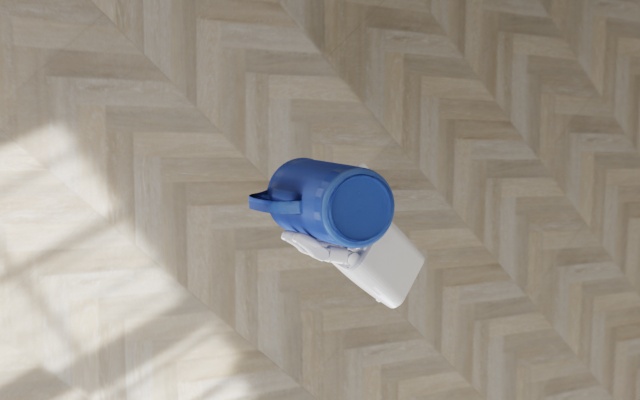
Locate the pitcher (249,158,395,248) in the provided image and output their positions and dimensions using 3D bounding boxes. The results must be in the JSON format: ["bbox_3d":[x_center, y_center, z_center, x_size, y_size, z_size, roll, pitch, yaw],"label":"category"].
[{"bbox_3d":[0.000,0.002,0.728,0.145,0.149,0.243,45,-11,-18],"label":"pitcher"}]
